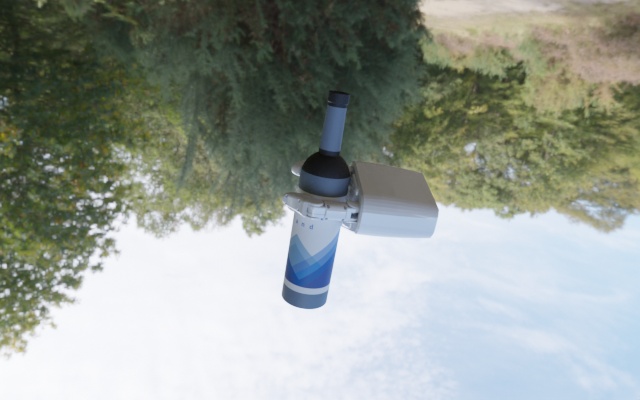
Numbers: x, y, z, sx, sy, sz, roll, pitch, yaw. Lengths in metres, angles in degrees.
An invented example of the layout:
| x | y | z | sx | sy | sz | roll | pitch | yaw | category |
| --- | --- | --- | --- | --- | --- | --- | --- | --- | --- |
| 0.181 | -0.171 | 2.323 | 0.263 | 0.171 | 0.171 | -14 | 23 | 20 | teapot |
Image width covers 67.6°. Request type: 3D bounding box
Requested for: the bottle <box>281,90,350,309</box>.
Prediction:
| x | y | z | sx | sy | sz | roll | pitch | yaw | category |
| --- | --- | --- | --- | --- | --- | --- | --- | --- | --- |
| 0.000 | 0.002 | 0.644 | 0.069 | 0.296 | 0.069 | 9 | 18 | -3 | bottle |
